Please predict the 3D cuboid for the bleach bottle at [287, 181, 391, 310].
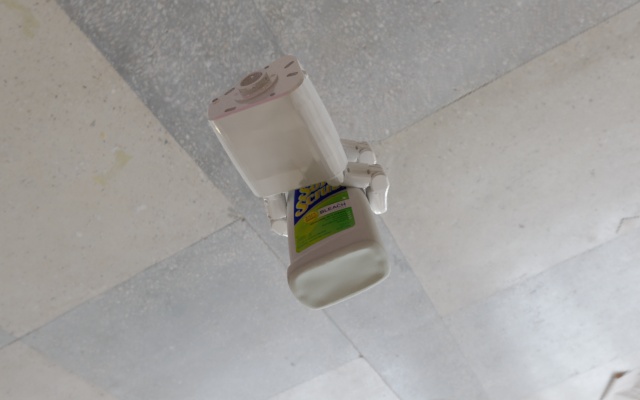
[{"bbox_3d":[0.000,0.002,0.553,0.102,0.068,0.250,-25,36,6],"label":"bleach bottle"}]
